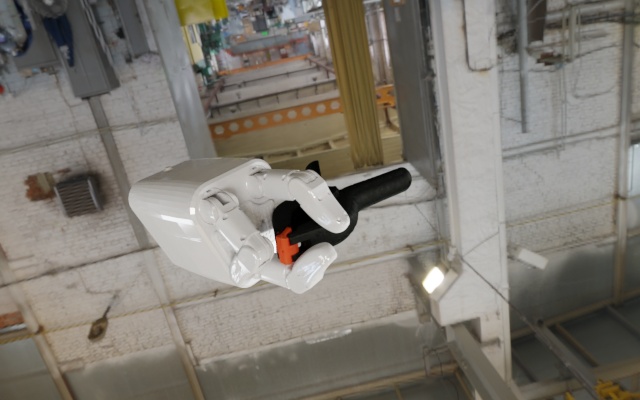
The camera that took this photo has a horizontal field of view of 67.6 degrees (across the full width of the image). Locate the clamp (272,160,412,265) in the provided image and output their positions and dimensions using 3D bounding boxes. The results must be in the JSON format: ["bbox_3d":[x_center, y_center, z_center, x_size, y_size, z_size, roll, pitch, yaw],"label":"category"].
[{"bbox_3d":[0.000,0.002,0.466,0.120,0.039,0.171,6,27,38],"label":"clamp"}]
